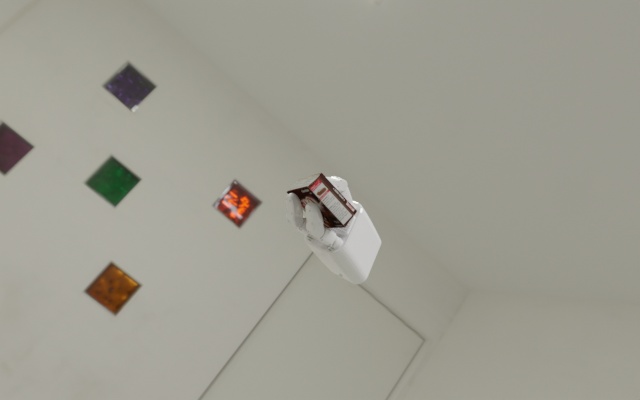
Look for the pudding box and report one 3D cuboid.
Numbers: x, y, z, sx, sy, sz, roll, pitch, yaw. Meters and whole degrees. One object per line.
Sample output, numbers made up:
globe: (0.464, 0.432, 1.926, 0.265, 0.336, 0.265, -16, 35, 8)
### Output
pudding box: (0.000, 0.003, 0.788, 0.090, 0.039, 0.113, 46, -19, -12)
